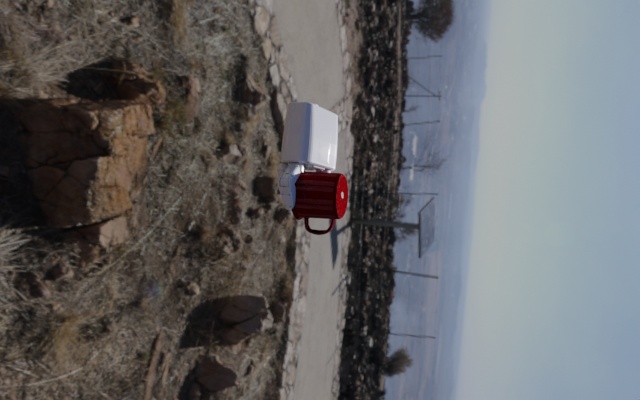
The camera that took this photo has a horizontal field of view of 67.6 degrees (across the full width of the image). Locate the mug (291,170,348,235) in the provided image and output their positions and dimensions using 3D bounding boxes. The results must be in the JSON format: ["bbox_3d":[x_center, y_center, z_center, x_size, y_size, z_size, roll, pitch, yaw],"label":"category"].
[{"bbox_3d":[0.000,0.004,0.846,0.081,0.117,0.093,3,-1,18],"label":"mug"}]
